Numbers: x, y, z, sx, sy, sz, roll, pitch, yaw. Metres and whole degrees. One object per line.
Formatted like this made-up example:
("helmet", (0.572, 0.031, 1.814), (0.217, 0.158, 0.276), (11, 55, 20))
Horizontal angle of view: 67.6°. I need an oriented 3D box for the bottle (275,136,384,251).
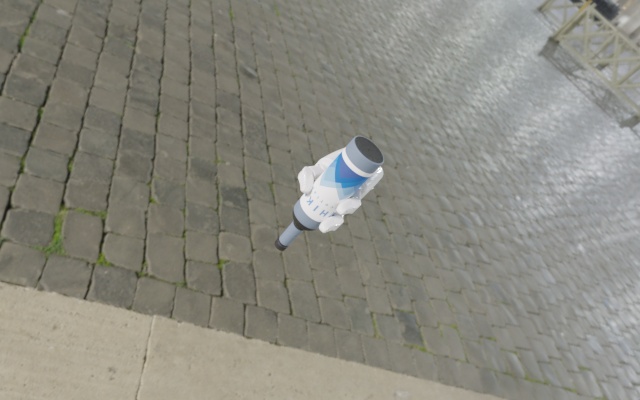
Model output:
("bottle", (0.000, 0.003, 0.897), (0.069, 0.069, 0.296), (0, -38, -45))
